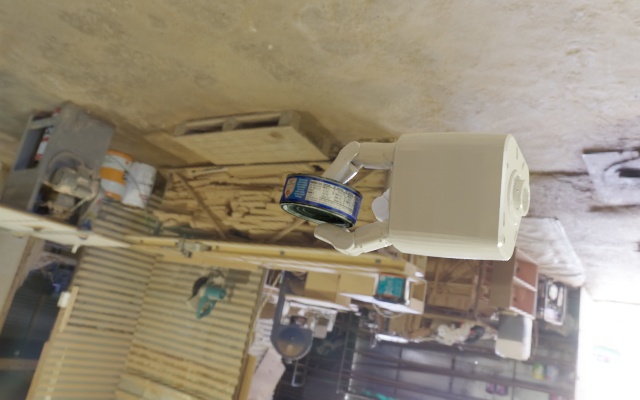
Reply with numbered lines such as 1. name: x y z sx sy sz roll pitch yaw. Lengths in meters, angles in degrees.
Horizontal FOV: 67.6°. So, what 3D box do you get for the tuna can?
1. tuna can: 0.000 0.002 0.511 0.086 0.033 0.086 15 -13 3
